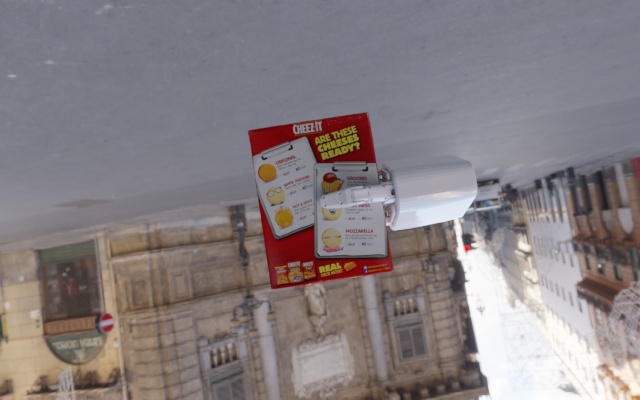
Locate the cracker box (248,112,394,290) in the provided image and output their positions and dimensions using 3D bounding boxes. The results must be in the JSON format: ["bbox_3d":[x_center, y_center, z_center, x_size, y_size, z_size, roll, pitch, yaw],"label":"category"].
[{"bbox_3d":[0.000,0.002,0.653,0.164,0.213,0.072,-9,-5,-2],"label":"cracker box"}]
